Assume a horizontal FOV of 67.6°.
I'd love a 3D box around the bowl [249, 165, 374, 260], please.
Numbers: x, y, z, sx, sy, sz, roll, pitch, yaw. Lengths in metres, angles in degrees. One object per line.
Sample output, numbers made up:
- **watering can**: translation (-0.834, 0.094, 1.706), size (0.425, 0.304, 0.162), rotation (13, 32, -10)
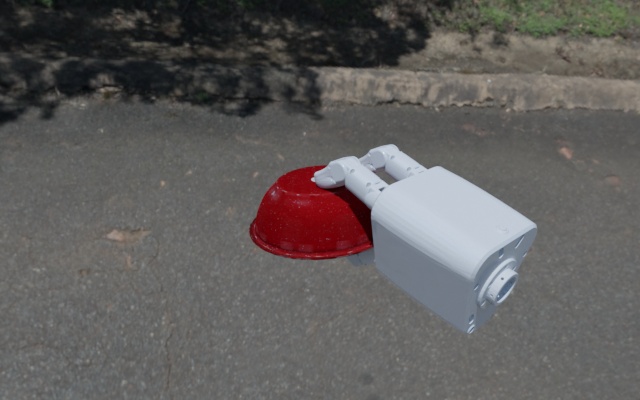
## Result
- **bowl**: translation (-0.001, 0.001, 0.520), size (0.162, 0.055, 0.162), rotation (-4, 23, 2)
